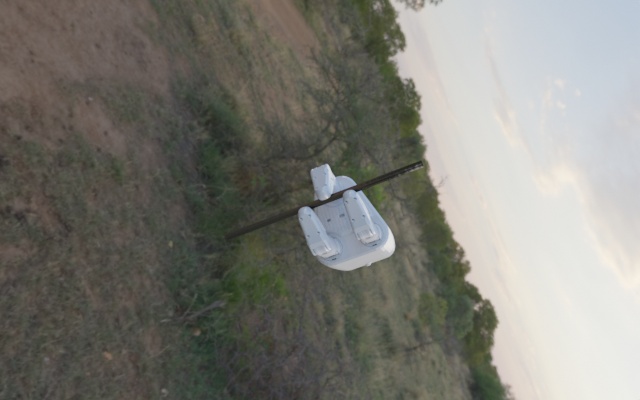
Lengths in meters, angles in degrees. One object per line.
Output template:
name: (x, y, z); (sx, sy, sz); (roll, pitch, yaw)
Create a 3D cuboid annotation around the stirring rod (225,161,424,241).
stirring rod: (0.000, 0.002, 0.540); (0.239, 0.011, 0.011); (-21, -4, 10)
